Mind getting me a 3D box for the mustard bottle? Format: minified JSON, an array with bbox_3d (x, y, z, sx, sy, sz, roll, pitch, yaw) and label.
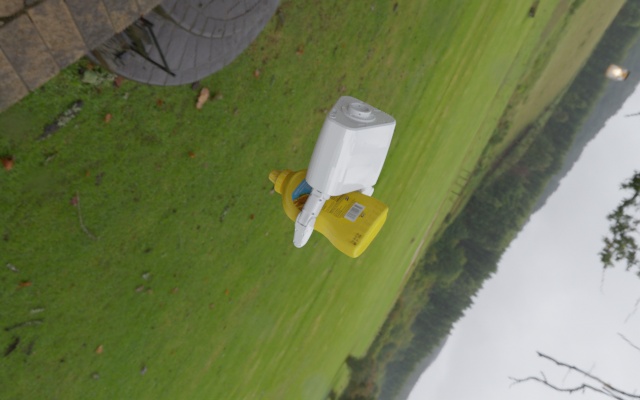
[{"bbox_3d":[0.000,0.003,0.734,0.191,0.096,0.058,30,-30,19],"label":"mustard bottle"}]
